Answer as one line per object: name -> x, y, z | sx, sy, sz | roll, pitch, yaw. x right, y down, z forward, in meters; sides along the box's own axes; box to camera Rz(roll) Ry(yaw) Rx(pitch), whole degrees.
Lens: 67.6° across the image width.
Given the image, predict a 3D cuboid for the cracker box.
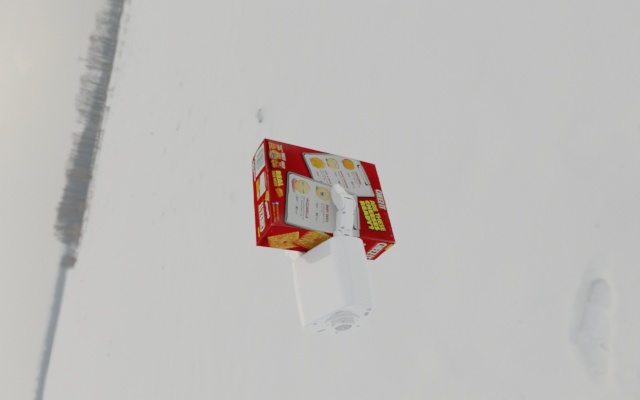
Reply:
cracker box -> 0.000, 0.002, 0.768 | 0.214, 0.164, 0.072 | 11, -38, -27
